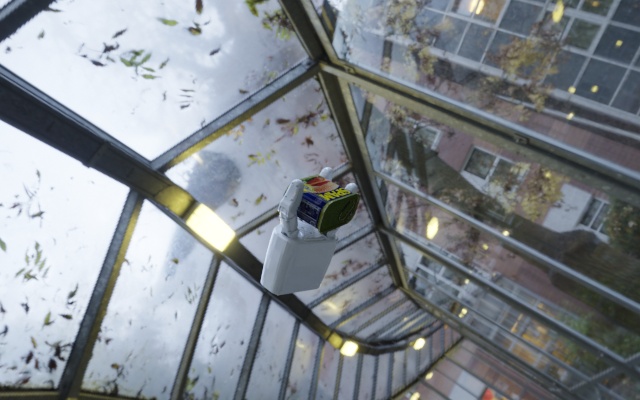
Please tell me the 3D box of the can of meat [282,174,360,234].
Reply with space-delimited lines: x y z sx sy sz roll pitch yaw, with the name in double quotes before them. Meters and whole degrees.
"can of meat" 0.000 0.002 0.773 0.084 0.057 0.102 29 27 28
